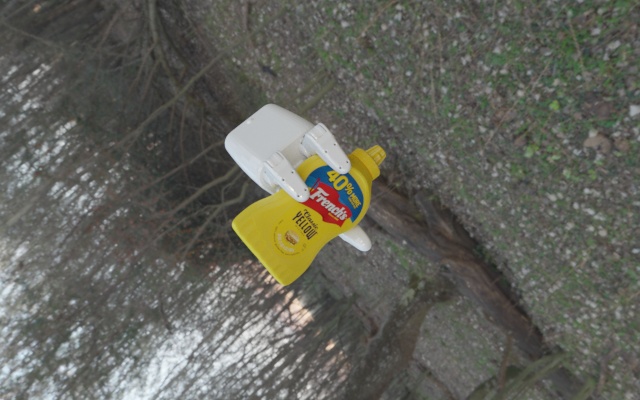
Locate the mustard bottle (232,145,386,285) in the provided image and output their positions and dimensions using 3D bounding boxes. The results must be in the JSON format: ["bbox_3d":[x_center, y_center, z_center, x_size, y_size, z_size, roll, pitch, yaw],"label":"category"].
[{"bbox_3d":[0.000,0.002,0.550,0.191,0.096,0.058,-40,19,-10],"label":"mustard bottle"}]
